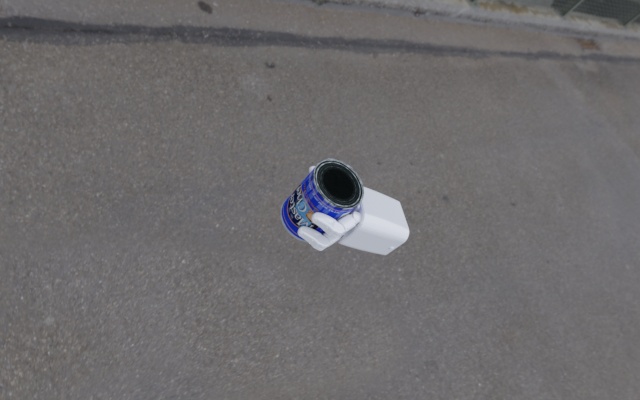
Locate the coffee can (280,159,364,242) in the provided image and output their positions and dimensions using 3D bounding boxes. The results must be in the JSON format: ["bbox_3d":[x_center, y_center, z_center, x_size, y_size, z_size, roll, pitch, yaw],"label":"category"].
[{"bbox_3d":[0.000,0.003,0.883,0.103,0.102,0.140,0,-28,-32],"label":"coffee can"}]
